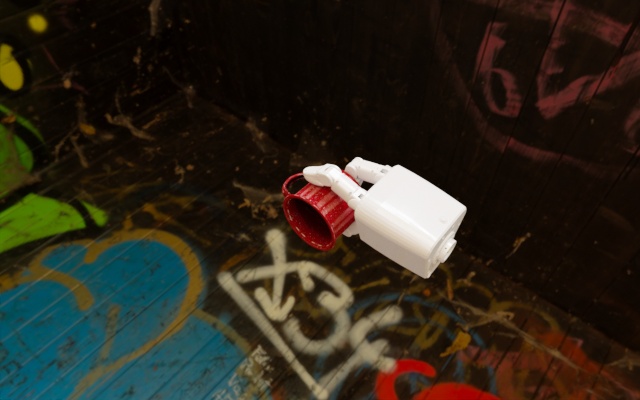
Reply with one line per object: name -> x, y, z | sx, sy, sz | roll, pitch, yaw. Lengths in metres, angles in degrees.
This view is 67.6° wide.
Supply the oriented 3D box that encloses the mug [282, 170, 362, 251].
mug -> -0.001, 0.001, 0.667 | 0.117, 0.093, 0.081 | 35, 57, 22
